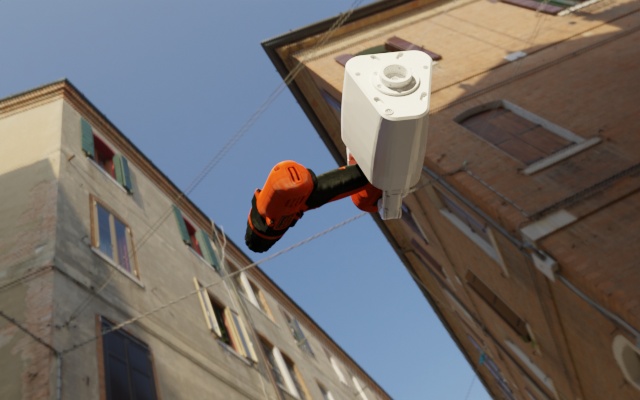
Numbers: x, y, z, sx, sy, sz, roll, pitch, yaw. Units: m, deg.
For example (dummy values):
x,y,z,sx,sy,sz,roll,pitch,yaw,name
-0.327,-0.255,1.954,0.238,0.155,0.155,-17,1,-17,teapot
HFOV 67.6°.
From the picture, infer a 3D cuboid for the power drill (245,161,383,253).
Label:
x,y,z,sx,sy,sz,roll,pitch,yaw,name
0.001,0.002,0.609,0.187,0.057,0.184,-16,-20,-28,power drill
